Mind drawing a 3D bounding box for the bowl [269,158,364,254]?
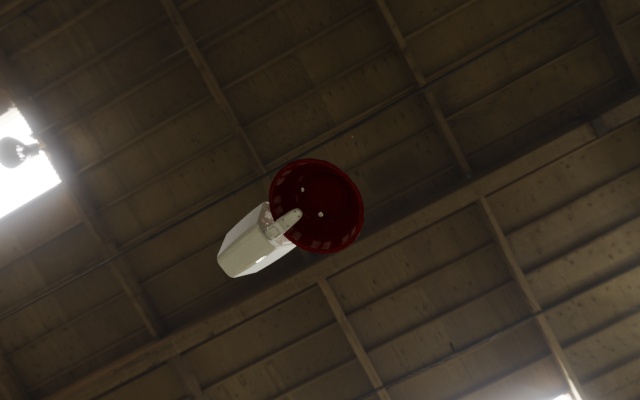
[{"bbox_3d":[0.001,0.002,0.770,0.162,0.162,0.055,0,21,23],"label":"bowl"}]
